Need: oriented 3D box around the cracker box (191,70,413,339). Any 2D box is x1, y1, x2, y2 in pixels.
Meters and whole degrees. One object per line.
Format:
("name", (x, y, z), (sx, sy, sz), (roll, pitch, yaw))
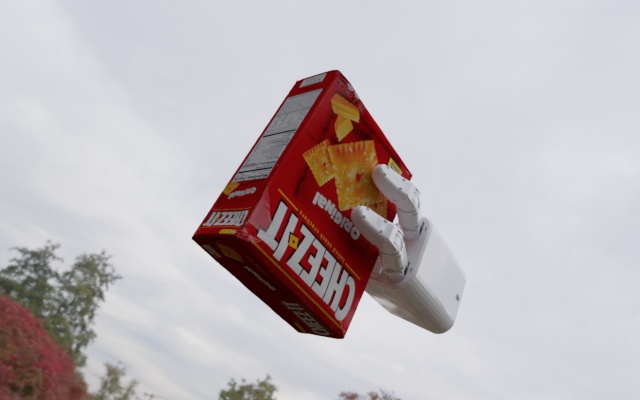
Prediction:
("cracker box", (0.000, 0.001, 0.478), (0.072, 0.213, 0.164), (-6, -44, 42))
